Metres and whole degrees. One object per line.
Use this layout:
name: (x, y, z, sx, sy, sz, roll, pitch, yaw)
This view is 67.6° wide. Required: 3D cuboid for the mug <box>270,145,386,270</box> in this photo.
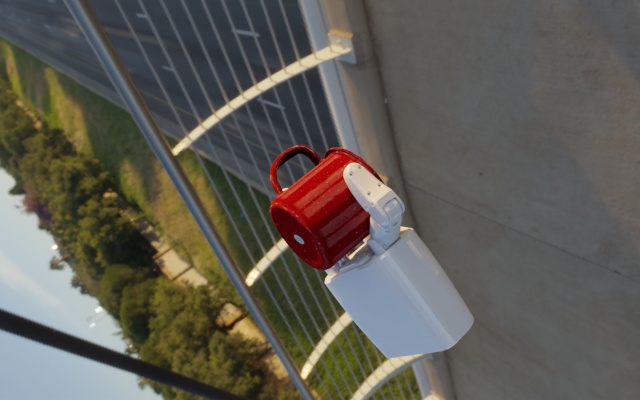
mug: (-0.001, 0.000, 0.447, 0.081, 0.117, 0.093, -39, 1, -23)
